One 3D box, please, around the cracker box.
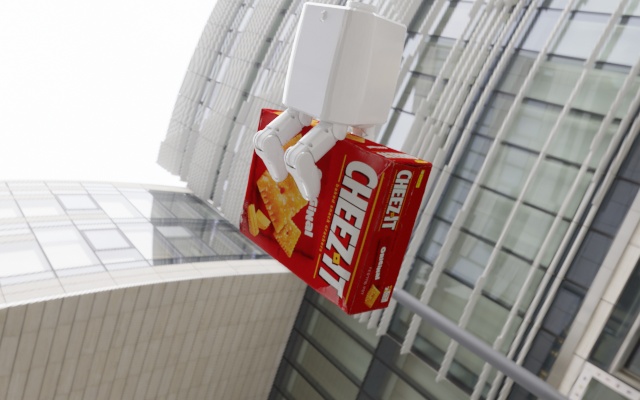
[{"bbox_3d":[0.000,0.002,0.537,0.072,0.164,0.213,-2,22,-42],"label":"cracker box"}]
